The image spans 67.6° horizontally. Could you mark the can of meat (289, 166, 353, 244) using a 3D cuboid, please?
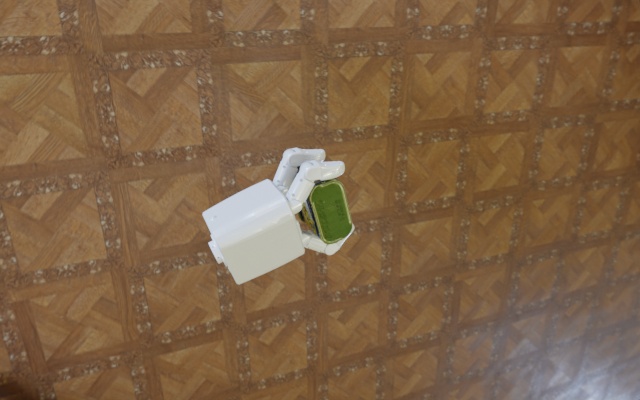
[{"bbox_3d":[0.000,0.002,0.688,0.057,0.102,0.084,-24,30,-14],"label":"can of meat"}]
